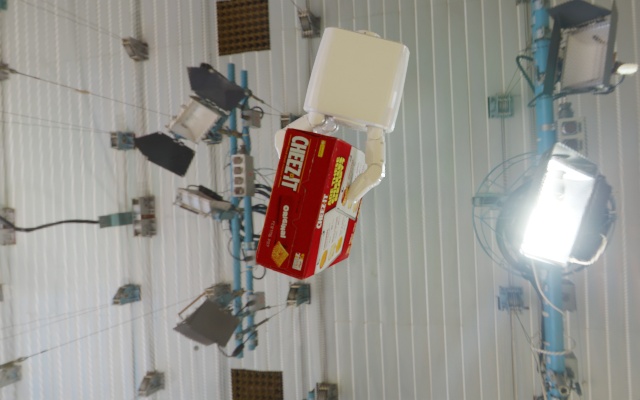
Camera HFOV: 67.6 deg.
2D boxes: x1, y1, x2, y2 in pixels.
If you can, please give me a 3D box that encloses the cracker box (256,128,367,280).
[{"bbox_3d":[0.000,0.002,0.631,0.072,0.164,0.213,14,4,16],"label":"cracker box"}]
